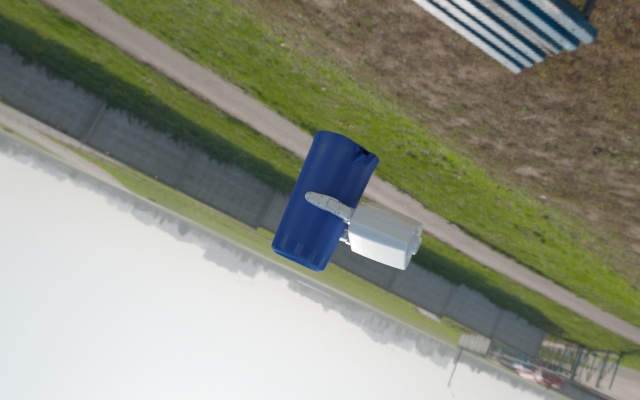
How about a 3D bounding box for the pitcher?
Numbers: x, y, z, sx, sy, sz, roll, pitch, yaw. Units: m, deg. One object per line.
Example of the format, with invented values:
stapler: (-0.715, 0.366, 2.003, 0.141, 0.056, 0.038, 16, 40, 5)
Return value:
pitcher: (0.000, 0.003, 0.898, 0.145, 0.243, 0.149, 21, -10, 20)
